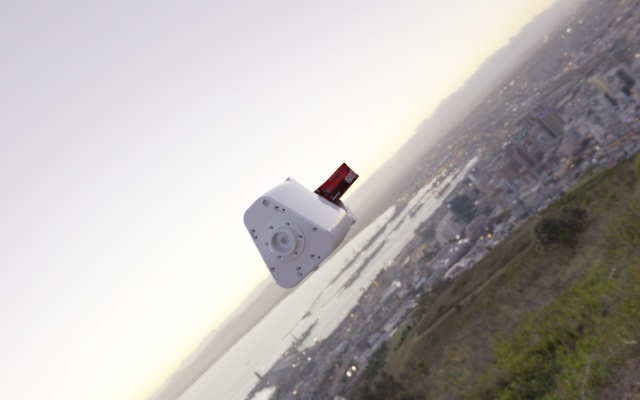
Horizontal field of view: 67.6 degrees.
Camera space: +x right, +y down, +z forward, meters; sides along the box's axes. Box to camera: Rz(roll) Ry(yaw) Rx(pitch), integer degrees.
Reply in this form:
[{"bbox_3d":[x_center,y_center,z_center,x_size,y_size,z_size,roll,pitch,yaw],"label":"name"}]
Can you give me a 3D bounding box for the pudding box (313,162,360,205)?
[{"bbox_3d":[0.000,0.002,0.724,0.113,0.039,0.090,-44,1,43],"label":"pudding box"}]
